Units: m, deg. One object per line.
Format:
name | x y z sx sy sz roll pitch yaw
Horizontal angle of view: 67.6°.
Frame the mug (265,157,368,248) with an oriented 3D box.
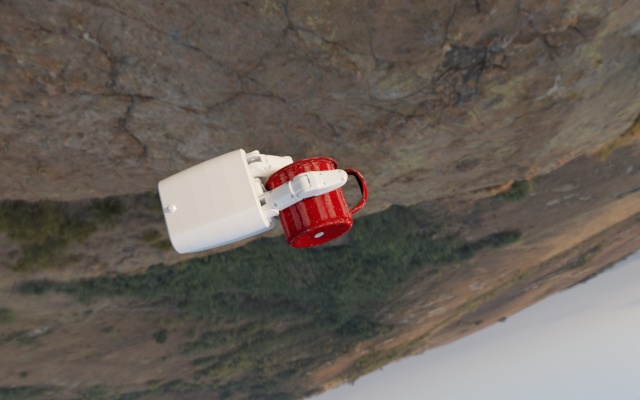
mug | 0.002 0.002 0.574 0.117 0.081 0.093 -19 -19 1
